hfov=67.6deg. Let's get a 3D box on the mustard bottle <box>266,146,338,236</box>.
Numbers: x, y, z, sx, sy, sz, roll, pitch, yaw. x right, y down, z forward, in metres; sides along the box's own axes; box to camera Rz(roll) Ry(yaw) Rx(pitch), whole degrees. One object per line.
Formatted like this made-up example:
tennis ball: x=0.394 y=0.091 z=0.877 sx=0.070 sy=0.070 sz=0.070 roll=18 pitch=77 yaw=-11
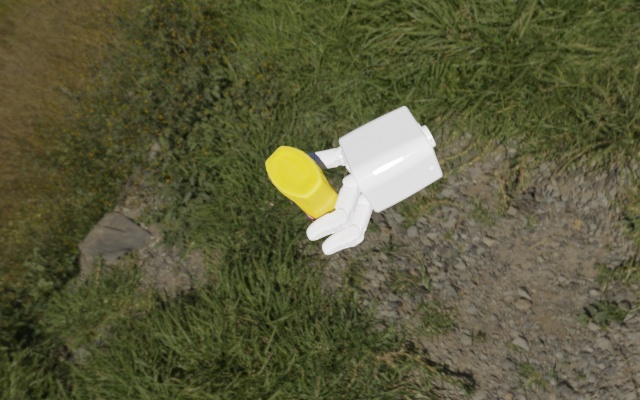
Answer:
mustard bottle: x=0.000 y=0.002 z=0.676 sx=0.096 sy=0.058 sz=0.192 roll=40 pitch=-5 yaw=35
